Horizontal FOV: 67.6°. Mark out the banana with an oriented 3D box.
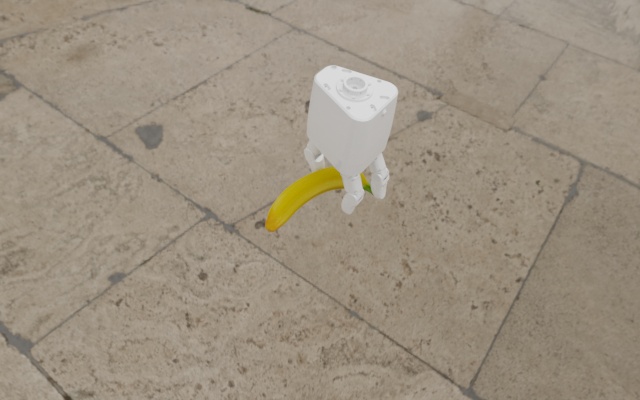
[{"bbox_3d":[-0.005,-0.013,0.750,0.198,0.069,0.037,-20,-29,-20],"label":"banana"}]
